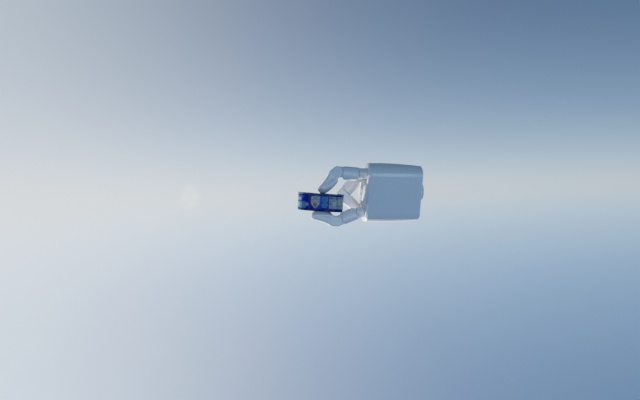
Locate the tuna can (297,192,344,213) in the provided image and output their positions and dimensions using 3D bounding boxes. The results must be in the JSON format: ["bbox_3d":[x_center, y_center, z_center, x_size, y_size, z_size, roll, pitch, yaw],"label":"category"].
[{"bbox_3d":[0.000,0.003,0.884,0.086,0.034,0.086,4,0,0],"label":"tuna can"}]
